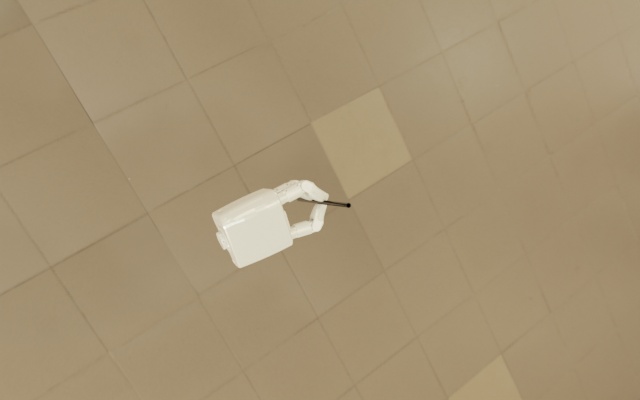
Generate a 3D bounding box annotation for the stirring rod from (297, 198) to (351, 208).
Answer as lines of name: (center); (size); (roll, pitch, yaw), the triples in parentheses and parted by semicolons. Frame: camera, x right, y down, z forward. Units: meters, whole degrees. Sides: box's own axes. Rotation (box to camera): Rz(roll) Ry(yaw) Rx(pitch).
stirring rod: (0.000, 0.003, 0.871); (0.011, 0.011, 0.239); (0, 2, -22)
